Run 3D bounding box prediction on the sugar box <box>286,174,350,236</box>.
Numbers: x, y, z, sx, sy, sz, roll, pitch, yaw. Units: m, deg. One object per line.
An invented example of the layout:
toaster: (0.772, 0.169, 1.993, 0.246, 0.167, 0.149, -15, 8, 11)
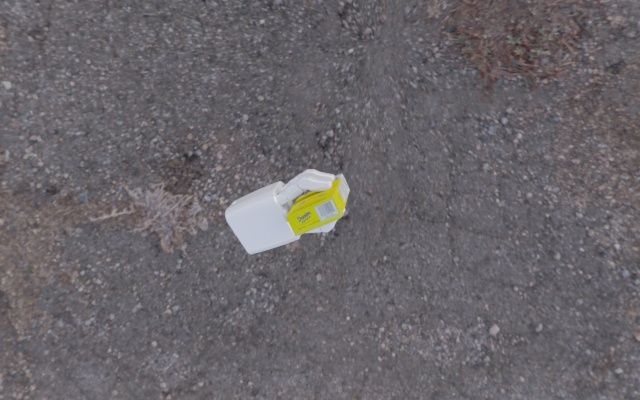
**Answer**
sugar box: (0.000, 0.002, 0.882, 0.093, 0.048, 0.176, -23, 14, 12)
